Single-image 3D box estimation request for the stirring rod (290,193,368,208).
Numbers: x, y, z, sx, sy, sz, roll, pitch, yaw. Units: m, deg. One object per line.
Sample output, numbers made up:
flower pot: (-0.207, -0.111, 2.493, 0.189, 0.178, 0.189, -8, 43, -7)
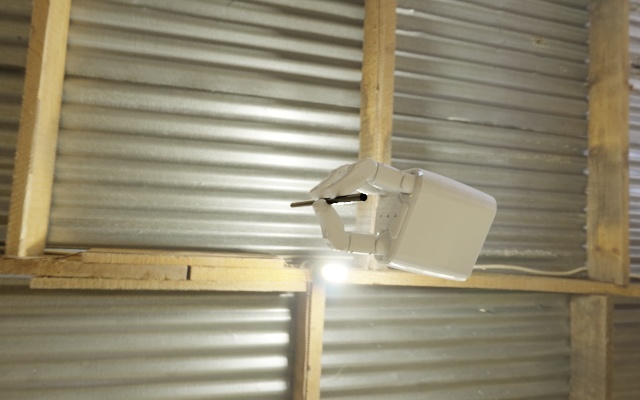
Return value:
stirring rod: (0.000, 0.002, 0.539, 0.011, 0.011, 0.239, 0, -2, -19)
